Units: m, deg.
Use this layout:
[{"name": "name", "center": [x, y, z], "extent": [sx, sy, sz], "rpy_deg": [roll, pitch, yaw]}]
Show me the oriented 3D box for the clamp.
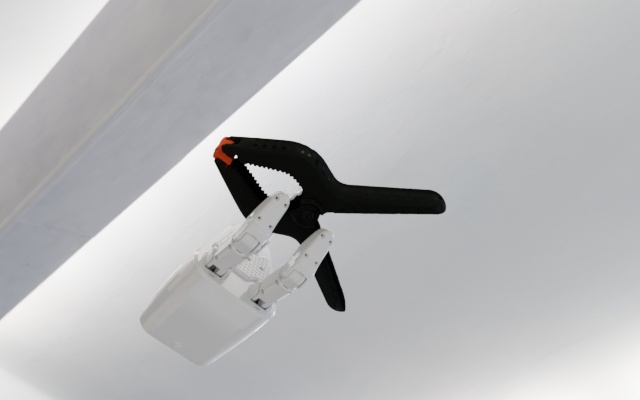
[{"name": "clamp", "center": [0.000, 0.001, 0.448], "extent": [0.210, 0.164, 0.036], "rpy_deg": [40, 22, -17]}]
